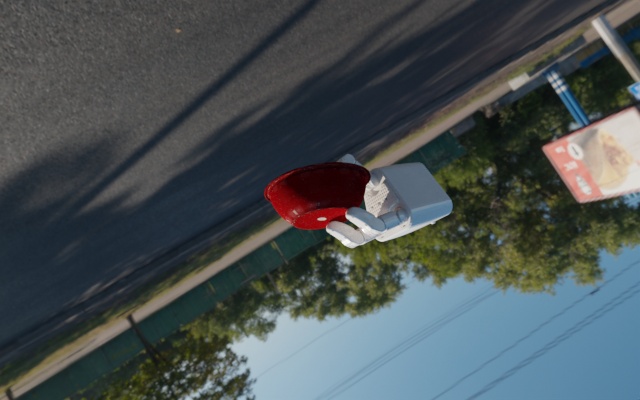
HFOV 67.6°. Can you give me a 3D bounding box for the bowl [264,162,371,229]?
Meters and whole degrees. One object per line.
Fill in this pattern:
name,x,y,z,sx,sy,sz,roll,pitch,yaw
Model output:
bowl,-0.001,0.003,0.706,0.162,0.055,0.162,-9,-20,-3
